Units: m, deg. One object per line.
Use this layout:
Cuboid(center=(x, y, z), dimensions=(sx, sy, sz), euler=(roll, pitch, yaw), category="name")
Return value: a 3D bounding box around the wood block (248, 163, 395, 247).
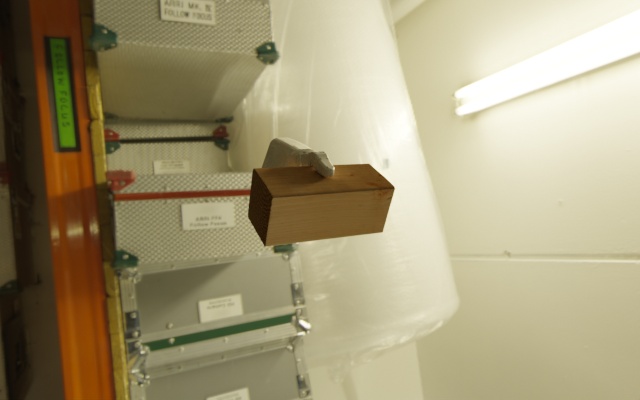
Cuboid(center=(0.000, 0.002, 0.755), dimensions=(0.206, 0.091, 0.090), euler=(-5, 33, -26), category="wood block")
